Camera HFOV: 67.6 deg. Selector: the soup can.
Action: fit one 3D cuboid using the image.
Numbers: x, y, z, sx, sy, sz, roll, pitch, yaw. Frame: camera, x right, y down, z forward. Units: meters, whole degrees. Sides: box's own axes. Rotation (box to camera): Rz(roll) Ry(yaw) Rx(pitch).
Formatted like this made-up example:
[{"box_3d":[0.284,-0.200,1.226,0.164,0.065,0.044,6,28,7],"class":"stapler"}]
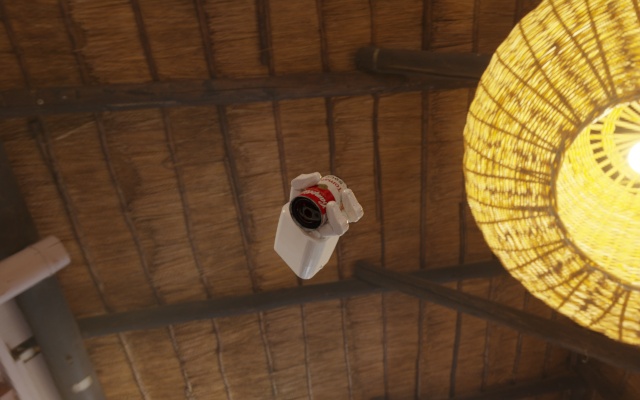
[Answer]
[{"box_3d":[0.000,0.002,0.859,0.068,0.068,0.102,0,24,35],"class":"soup can"}]
